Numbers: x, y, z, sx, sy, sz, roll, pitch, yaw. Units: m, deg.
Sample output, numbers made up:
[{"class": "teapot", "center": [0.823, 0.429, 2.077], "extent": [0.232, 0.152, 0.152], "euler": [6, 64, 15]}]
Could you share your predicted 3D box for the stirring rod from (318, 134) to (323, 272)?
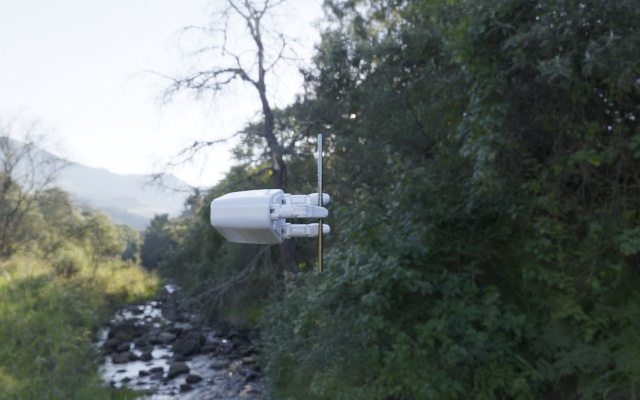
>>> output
[{"class": "stirring rod", "center": [0.000, 0.003, 0.827], "extent": [0.011, 0.239, 0.011], "euler": [0, -7, 0]}]
